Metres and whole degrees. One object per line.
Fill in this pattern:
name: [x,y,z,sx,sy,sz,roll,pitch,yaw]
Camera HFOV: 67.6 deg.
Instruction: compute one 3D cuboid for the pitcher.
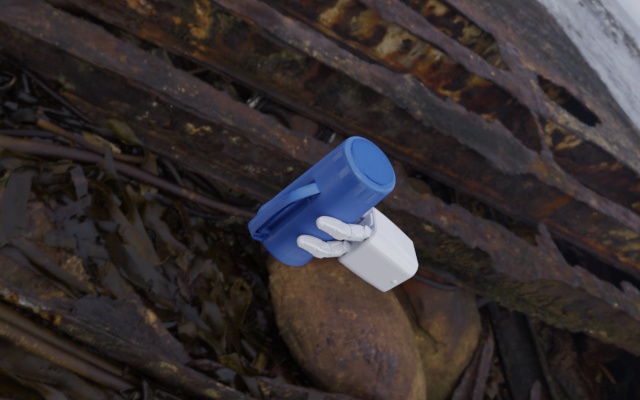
pitcher: [0.000,0.003,0.804,0.243,0.145,0.149,-40,18,36]
